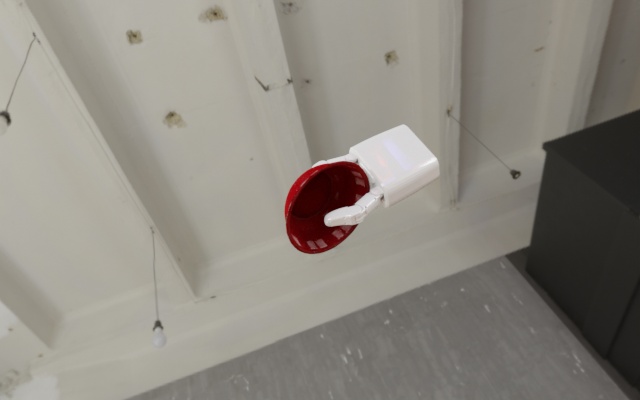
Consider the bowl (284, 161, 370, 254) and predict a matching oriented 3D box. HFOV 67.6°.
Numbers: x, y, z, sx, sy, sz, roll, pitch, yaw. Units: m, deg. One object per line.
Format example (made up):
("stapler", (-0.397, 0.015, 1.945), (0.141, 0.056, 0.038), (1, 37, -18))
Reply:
("bowl", (-0.001, 0.003, 0.754), (0.162, 0.162, 0.055), (0, 26, -42))
